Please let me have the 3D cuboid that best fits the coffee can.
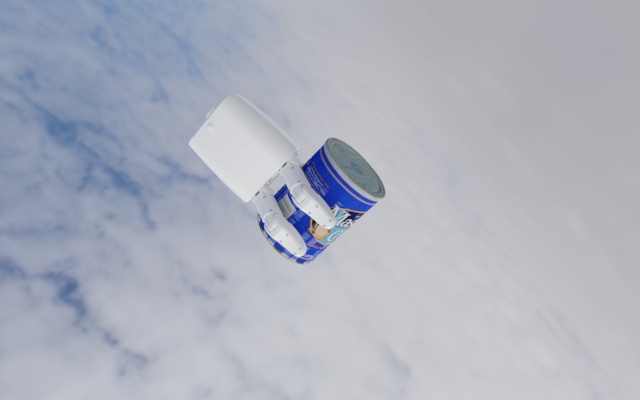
[{"bbox_3d":[0.000,0.002,0.628,0.140,0.102,0.103,-44,-21,23],"label":"coffee can"}]
